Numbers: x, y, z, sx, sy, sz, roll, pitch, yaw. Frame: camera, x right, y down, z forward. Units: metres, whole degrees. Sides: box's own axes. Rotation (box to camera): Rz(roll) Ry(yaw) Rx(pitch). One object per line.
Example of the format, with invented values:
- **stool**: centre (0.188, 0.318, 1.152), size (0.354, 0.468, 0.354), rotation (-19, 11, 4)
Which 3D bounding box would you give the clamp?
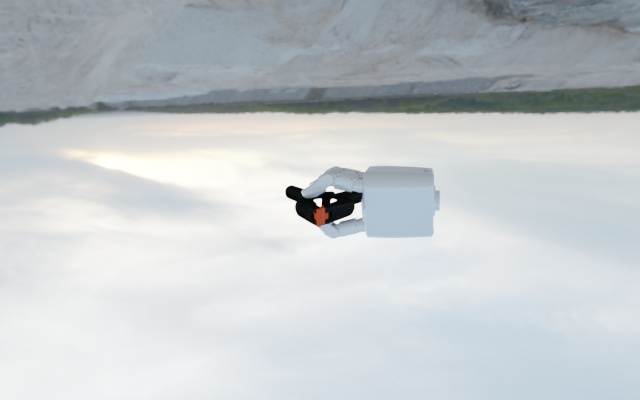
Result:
- **clamp**: centre (0.000, 0.004, 0.791), size (0.164, 0.036, 0.210), rotation (1, 12, 12)
